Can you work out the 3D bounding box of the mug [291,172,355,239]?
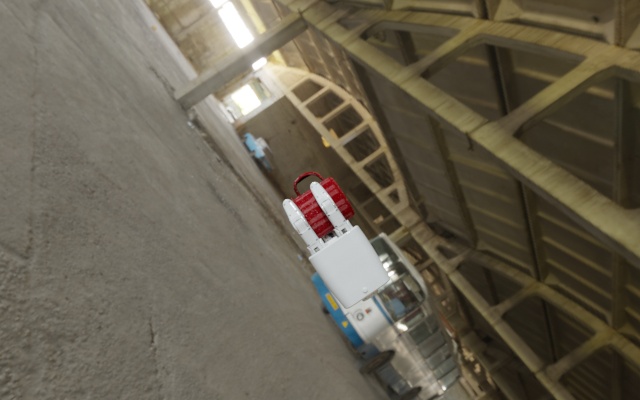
[{"bbox_3d":[0.000,0.001,0.846,0.081,0.117,0.093,-33,-3,-1],"label":"mug"}]
